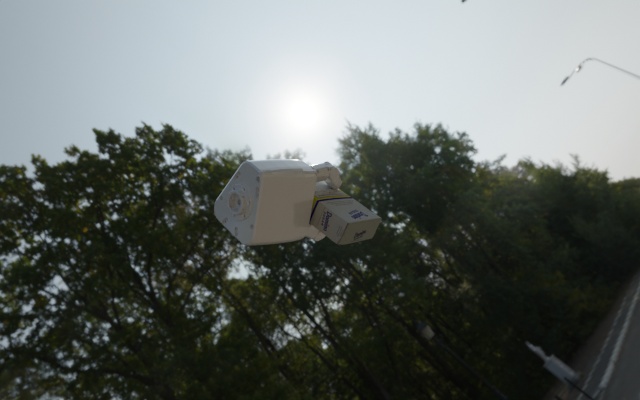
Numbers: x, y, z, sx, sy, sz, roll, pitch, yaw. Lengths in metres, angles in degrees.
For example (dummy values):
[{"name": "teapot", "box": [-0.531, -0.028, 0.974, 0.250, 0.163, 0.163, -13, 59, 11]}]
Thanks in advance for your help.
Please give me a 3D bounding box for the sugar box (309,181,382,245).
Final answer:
[{"name": "sugar box", "box": [0.000, 0.003, 0.752, 0.176, 0.048, 0.093, 39, 26, 31]}]
